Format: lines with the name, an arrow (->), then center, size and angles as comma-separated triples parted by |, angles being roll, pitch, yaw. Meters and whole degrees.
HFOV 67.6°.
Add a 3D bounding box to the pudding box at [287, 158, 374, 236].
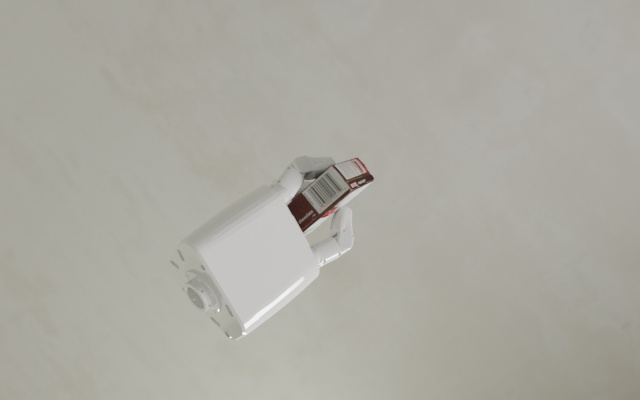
pudding box -> 0.000, 0.002, 0.551 | 0.113, 0.039, 0.090 | -39, -5, 24
